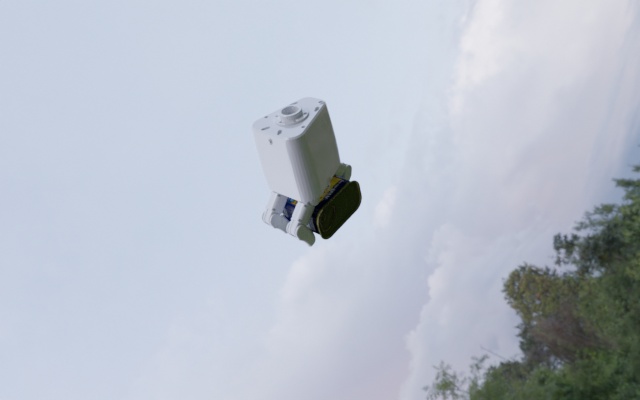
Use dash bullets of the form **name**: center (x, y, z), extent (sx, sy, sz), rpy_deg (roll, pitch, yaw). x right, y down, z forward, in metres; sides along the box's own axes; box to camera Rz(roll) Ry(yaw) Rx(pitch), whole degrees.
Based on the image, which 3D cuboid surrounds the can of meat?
- **can of meat**: center (0.000, 0.002, 0.742), extent (0.084, 0.057, 0.102), rpy_deg (21, 52, 36)
